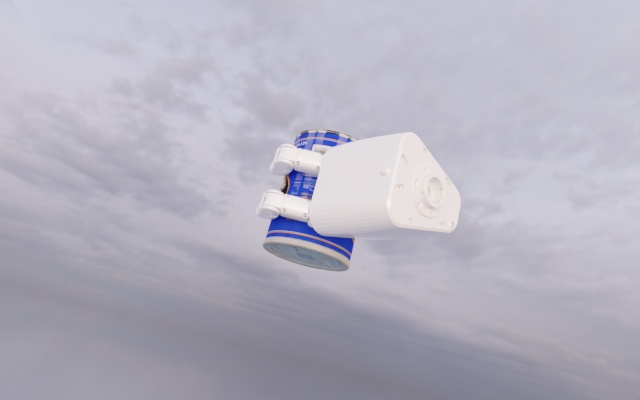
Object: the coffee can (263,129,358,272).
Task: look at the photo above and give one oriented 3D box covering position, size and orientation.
[{"bbox_3d":[0.000,0.002,0.567,0.103,0.140,0.103,14,-19,5],"label":"coffee can"}]
